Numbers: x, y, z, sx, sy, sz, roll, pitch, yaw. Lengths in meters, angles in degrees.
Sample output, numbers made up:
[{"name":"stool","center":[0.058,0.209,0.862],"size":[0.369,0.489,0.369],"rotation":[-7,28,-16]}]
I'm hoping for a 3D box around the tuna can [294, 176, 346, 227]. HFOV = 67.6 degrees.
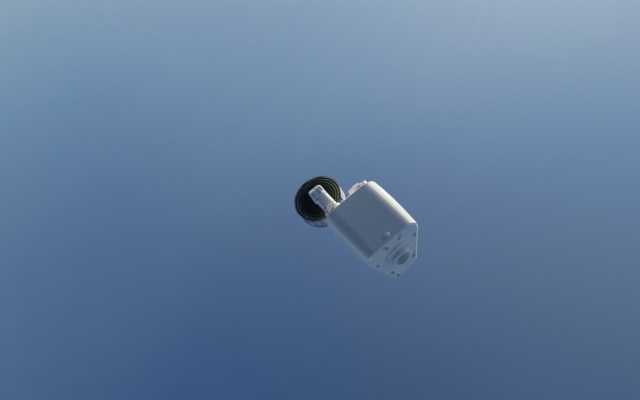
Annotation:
[{"name":"tuna can","center":[0.000,0.003,0.828],"size":[0.086,0.086,0.034],"rotation":[0,-28,25]}]
